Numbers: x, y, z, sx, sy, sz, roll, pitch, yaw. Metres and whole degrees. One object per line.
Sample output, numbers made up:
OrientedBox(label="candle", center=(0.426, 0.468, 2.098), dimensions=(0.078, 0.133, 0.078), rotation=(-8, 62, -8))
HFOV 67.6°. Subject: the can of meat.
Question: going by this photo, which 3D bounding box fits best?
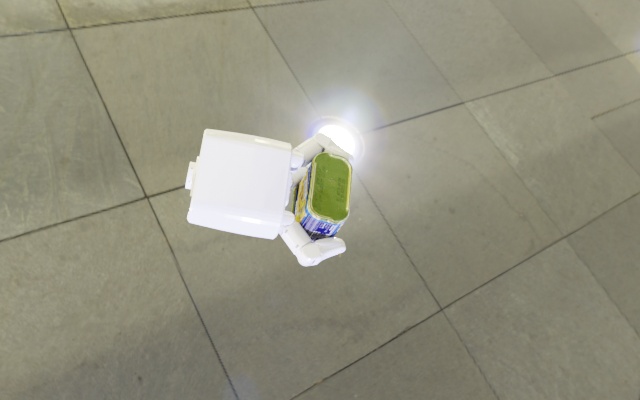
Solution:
OrientedBox(label="can of meat", center=(0.000, 0.002, 0.600), dimensions=(0.057, 0.102, 0.084), rotation=(14, -33, -13))
